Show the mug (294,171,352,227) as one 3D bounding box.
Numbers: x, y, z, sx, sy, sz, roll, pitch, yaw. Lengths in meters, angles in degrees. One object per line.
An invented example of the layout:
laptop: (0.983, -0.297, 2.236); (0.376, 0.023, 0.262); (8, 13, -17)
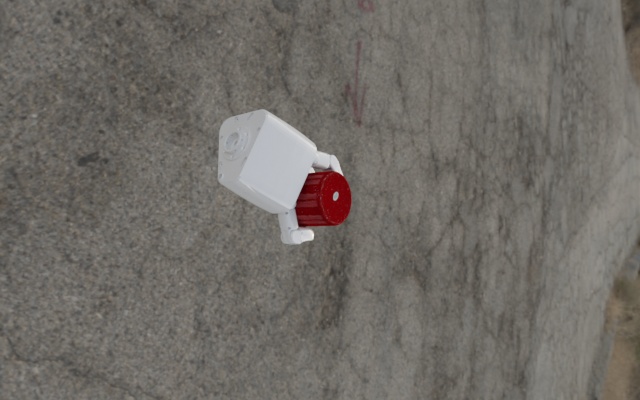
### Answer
mug: (0.001, 0.003, 0.732); (0.081, 0.093, 0.117); (-3, -22, 38)
